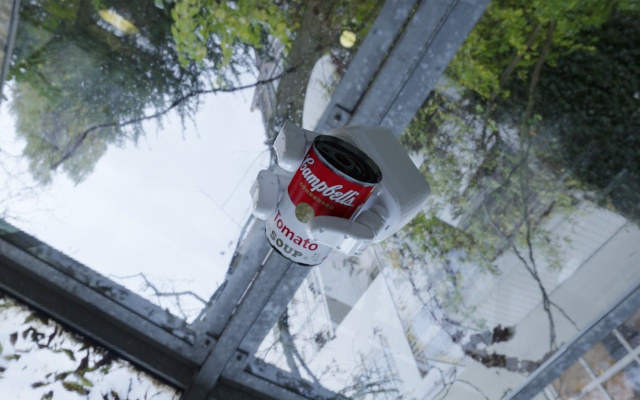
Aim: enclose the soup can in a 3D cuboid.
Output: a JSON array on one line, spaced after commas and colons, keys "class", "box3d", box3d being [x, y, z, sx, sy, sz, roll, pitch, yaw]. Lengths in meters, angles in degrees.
[{"class": "soup can", "box3d": [0.000, 0.002, 0.431, 0.068, 0.102, 0.068, 25, 29, -15]}]
